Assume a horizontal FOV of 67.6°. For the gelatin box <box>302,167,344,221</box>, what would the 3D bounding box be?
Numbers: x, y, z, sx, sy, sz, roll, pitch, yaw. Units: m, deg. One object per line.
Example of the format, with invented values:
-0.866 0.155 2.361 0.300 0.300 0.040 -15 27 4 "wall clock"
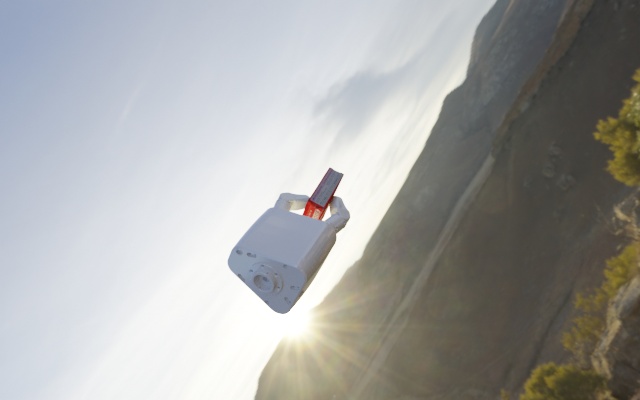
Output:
0.000 0.002 0.748 0.030 0.089 0.073 28 -43 3 "gelatin box"
